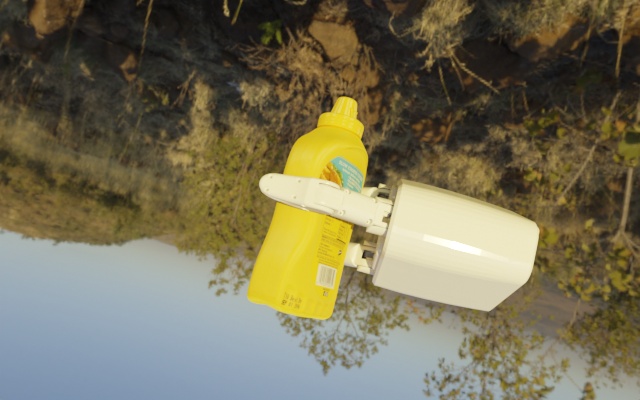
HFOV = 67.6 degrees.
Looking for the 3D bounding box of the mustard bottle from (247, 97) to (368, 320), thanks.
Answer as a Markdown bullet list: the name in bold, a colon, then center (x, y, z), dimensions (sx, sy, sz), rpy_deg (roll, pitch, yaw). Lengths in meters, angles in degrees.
- **mustard bottle**: center (0.000, 0.002, 0.413), dimensions (0.058, 0.191, 0.096), rpy_deg (10, -11, 32)
